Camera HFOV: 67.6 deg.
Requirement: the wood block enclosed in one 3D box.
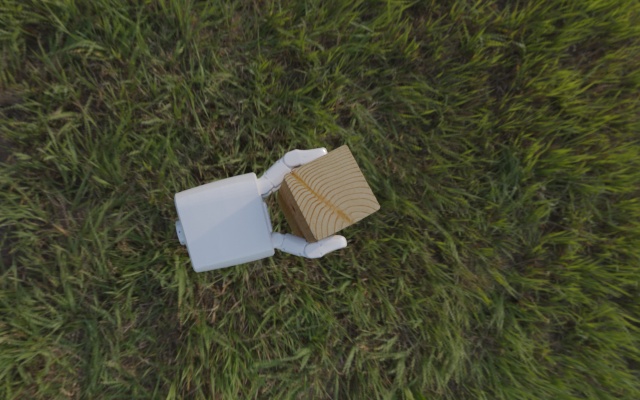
[{"bbox_3d":[0.000,0.003,0.668,0.090,0.091,0.206,-27,-2,-10],"label":"wood block"}]
